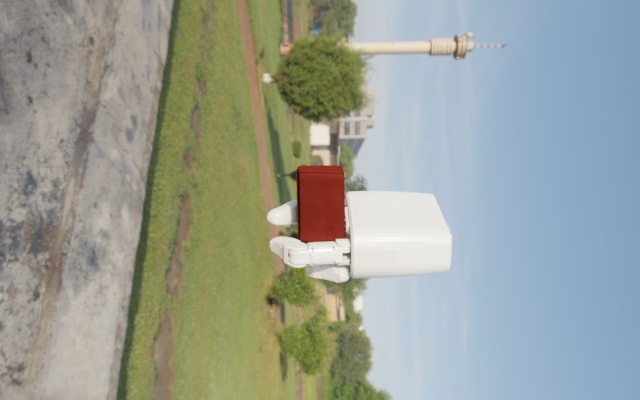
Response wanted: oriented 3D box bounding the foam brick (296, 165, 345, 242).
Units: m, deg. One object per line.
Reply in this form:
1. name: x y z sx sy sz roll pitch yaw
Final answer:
1. foam brick: 0.000 0.001 0.530 0.051 0.078 0.053 -1 14 0
